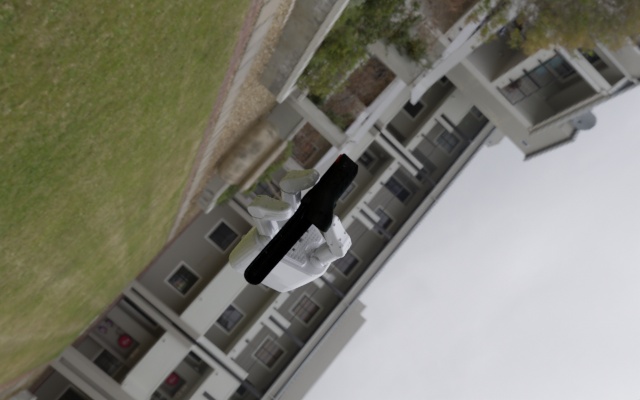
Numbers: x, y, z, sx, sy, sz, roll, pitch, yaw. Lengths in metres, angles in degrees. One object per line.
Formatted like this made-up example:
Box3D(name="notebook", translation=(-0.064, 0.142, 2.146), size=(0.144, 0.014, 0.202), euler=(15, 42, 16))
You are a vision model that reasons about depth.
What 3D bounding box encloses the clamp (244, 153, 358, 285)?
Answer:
Box3D(name="clamp", translation=(0.001, 0.002, 0.573), size=(0.165, 0.036, 0.210), euler=(-38, 12, 51))
